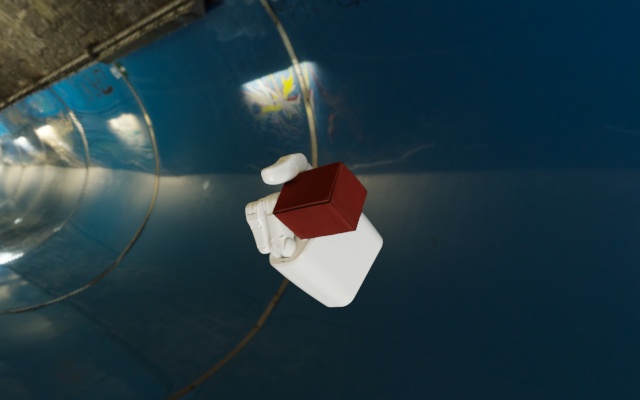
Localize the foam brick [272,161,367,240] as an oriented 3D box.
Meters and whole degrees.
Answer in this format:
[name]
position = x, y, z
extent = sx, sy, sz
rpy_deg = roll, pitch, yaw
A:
[foam brick]
position = 0.000, 0.002, 0.494
extent = 0.078, 0.053, 0.051
rpy_deg = -12, -45, 39
